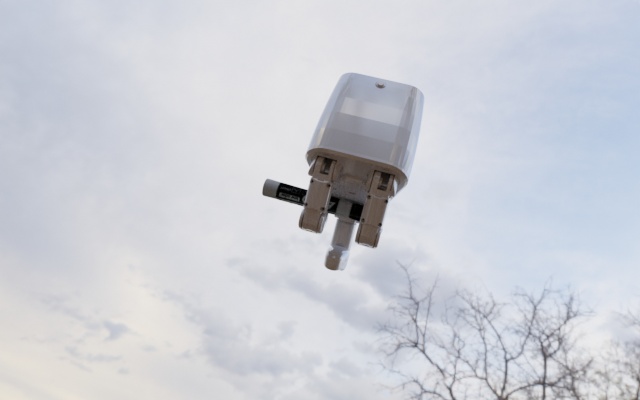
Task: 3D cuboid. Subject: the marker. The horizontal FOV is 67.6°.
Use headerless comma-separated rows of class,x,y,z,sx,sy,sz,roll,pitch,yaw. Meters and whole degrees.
marker,0.000,0.002,0.487,0.121,0.020,0.020,15,2,7
